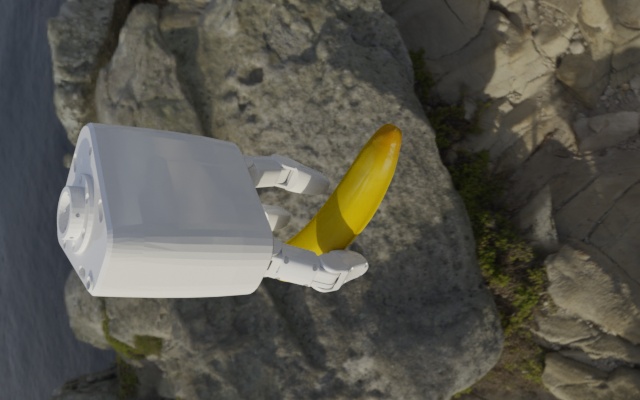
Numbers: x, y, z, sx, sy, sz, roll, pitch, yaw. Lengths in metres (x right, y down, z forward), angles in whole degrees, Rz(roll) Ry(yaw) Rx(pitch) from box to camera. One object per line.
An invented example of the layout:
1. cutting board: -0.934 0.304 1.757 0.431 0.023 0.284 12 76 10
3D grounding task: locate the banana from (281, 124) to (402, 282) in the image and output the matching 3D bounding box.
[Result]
1. banana: 0.002 0.019 0.397 0.037 0.069 0.198 13 -39 -35
